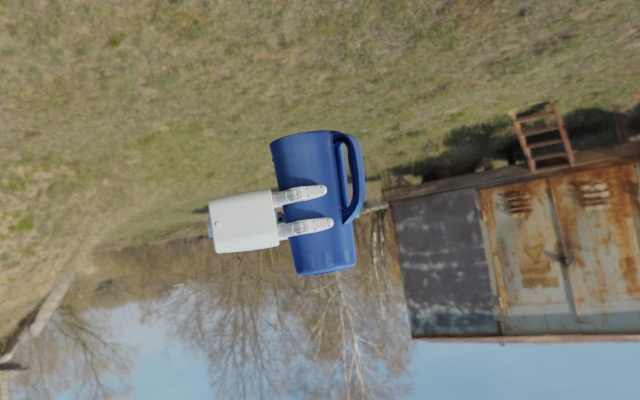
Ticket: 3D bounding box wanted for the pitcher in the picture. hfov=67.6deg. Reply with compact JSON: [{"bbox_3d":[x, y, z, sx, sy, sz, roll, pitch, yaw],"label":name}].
[{"bbox_3d":[0.000,0.003,0.835,0.145,0.243,0.149,-9,-5,-8],"label":"pitcher"}]
